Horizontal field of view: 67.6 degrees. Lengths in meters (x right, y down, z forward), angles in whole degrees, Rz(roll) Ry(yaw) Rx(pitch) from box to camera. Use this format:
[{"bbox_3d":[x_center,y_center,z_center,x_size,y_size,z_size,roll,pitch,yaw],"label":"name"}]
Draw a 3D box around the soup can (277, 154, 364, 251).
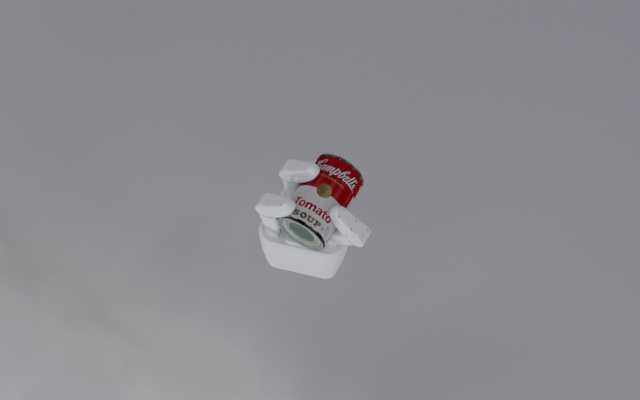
[{"bbox_3d":[0.000,0.002,0.588,0.068,0.102,0.068,27,-25,14],"label":"soup can"}]
